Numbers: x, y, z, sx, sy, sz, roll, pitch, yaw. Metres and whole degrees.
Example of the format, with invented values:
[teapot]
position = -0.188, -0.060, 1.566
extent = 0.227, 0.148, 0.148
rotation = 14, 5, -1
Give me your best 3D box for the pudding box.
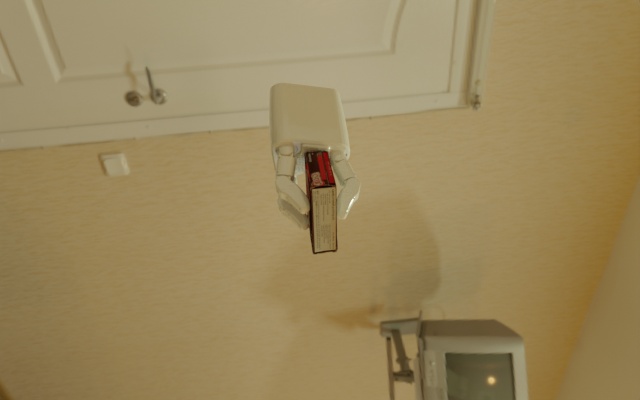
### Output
[pudding box]
position = 0.000, 0.002, 0.652
extent = 0.039, 0.114, 0.090
rotation = -6, 36, -2
